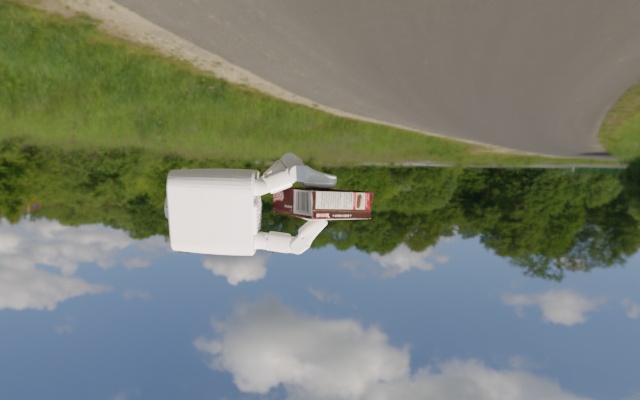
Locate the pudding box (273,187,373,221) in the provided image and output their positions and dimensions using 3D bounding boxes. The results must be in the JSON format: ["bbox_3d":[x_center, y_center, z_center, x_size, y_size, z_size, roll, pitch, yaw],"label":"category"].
[{"bbox_3d":[0.000,0.002,0.626,0.090,0.039,0.113,0,5,-30],"label":"pudding box"}]
